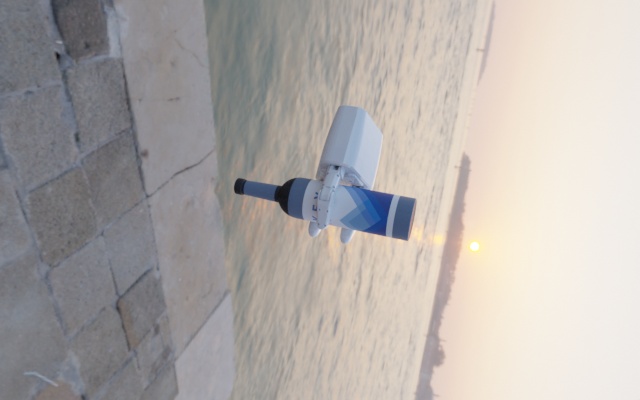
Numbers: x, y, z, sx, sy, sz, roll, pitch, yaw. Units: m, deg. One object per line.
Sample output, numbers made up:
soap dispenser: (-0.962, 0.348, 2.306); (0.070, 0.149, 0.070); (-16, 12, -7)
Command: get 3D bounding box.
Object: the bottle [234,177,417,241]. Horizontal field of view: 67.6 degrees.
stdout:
bottle: (0.000, 0.003, 0.762); (0.295, 0.069, 0.069); (11, 3, 15)
